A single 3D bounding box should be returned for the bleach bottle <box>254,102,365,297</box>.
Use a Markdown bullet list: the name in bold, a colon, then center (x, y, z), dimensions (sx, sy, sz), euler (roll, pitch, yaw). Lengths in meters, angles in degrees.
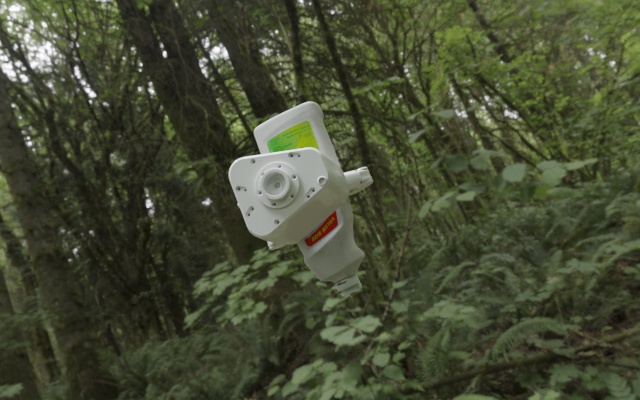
- **bleach bottle**: center (0.000, 0.002, 0.637), dimensions (0.102, 0.250, 0.068), euler (-25, -11, 7)
